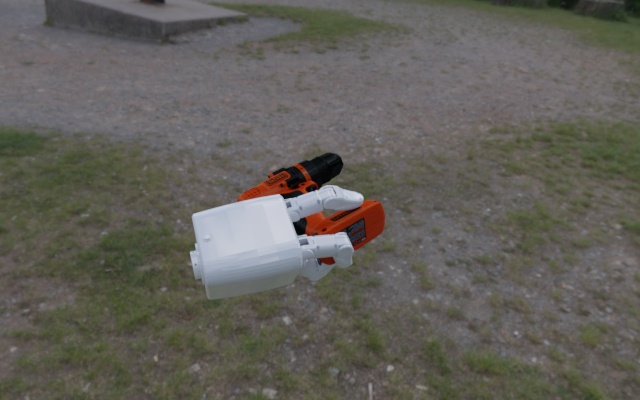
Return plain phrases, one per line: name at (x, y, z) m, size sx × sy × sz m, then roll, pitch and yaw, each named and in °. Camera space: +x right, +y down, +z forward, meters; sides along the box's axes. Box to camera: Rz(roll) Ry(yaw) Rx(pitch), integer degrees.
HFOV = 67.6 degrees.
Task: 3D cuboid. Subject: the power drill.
power drill at (0.000, 0.002, 0.667) m, size 0.184 × 0.057 × 0.187 m, roll -31°, pitch 37°, yaw -25°
